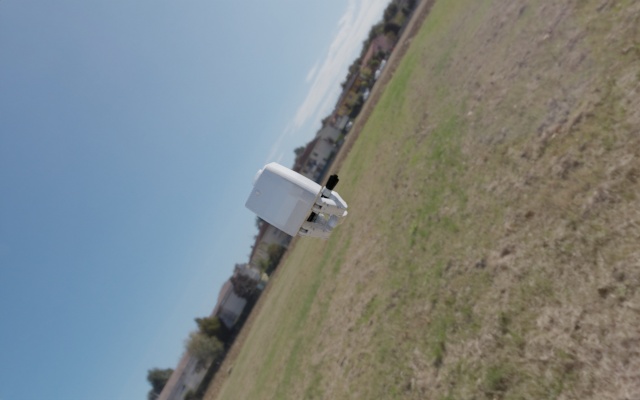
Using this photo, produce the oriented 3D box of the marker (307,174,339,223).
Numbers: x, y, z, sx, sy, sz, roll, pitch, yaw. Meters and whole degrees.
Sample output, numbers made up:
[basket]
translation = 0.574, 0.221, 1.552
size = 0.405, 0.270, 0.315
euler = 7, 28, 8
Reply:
[marker]
translation = 0.000, 0.003, 0.877
size = 0.020, 0.121, 0.020
euler = 25, 25, -12
